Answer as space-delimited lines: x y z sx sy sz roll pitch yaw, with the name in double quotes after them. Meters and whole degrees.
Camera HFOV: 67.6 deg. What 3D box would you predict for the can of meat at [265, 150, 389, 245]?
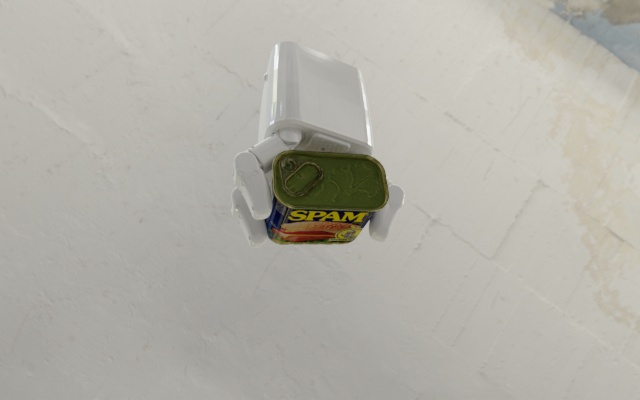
0.000 0.002 0.443 0.102 0.057 0.084 2 -28 -15 "can of meat"
